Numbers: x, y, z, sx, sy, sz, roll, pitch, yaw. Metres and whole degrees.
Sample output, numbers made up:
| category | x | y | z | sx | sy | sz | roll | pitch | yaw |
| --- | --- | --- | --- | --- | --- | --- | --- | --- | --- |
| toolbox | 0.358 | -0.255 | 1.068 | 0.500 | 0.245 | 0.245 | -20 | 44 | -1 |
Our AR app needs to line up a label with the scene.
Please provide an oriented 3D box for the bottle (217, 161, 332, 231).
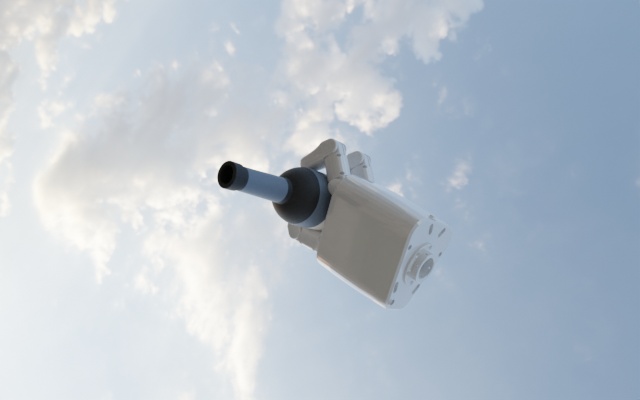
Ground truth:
| category | x | y | z | sx | sy | sz | roll | pitch | yaw |
| --- | --- | --- | --- | --- | --- | --- | --- | --- | --- |
| bottle | 0.000 | 0.002 | 0.566 | 0.069 | 0.069 | 0.296 | 0 | -10 | 38 |
